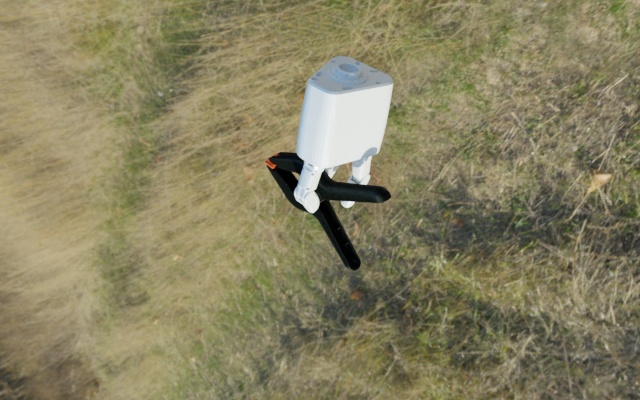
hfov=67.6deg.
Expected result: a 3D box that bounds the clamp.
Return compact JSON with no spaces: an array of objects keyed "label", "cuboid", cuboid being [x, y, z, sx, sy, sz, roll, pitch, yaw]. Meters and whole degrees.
[{"label":"clamp","cuboid":[-0.001,0.002,0.705,0.210,0.165,0.036,33,45,26]}]
